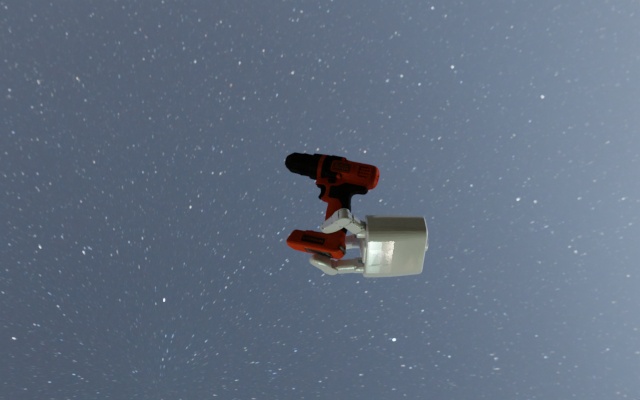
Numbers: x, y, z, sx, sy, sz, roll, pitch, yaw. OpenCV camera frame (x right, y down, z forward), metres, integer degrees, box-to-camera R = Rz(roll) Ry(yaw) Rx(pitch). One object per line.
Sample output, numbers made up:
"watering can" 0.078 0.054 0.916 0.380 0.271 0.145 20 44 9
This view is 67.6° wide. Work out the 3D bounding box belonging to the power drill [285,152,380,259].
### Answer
"power drill" 0.000 0.003 0.875 0.184 0.187 0.057 11 -17 19
